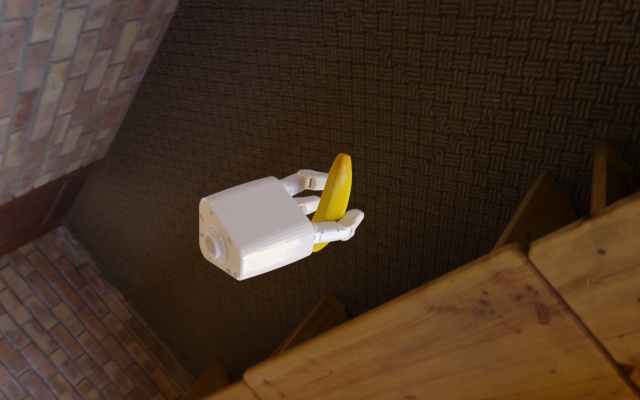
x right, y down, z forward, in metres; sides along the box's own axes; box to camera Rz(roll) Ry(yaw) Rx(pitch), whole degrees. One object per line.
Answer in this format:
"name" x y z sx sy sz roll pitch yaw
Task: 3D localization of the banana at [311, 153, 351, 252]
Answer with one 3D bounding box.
"banana" 0.004 0.020 0.668 0.037 0.069 0.198 -2 -34 -23
